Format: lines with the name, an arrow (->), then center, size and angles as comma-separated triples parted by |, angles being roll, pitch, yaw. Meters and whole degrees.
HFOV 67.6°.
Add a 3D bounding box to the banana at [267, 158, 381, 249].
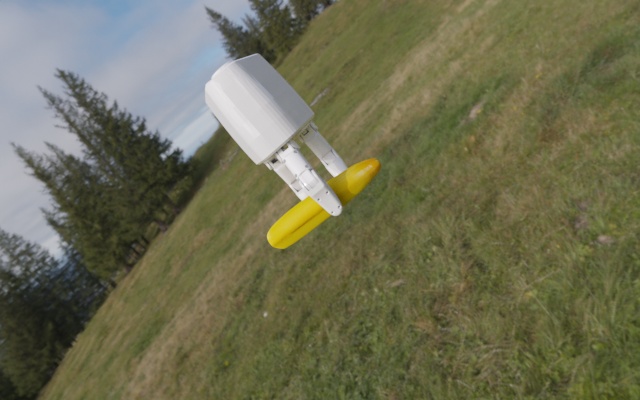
banana -> -0.009, 0.011, 0.596 | 0.198, 0.037, 0.069 | -37, 6, 32
